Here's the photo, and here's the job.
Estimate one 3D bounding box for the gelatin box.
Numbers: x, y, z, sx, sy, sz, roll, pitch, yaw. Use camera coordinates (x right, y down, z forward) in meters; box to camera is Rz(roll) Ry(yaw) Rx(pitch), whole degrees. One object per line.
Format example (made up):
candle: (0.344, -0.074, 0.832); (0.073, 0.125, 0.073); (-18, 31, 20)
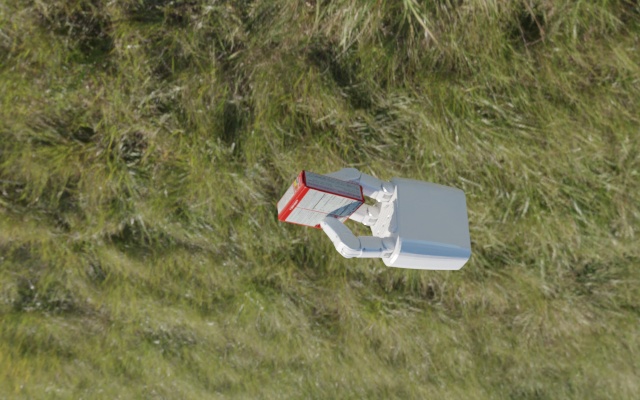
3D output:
gelatin box: (0.000, 0.002, 0.606); (0.089, 0.030, 0.073); (12, -41, -28)
